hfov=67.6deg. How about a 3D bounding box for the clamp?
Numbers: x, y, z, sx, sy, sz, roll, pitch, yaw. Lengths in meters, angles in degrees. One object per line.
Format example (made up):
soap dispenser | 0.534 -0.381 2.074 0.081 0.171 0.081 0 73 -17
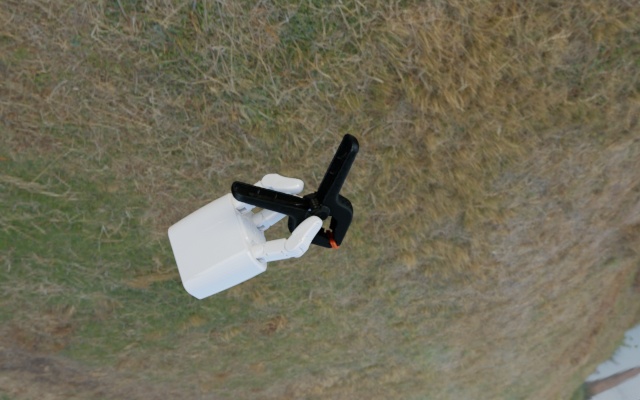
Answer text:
clamp | 0.000 0.003 0.643 0.164 0.036 0.210 -26 -37 9
